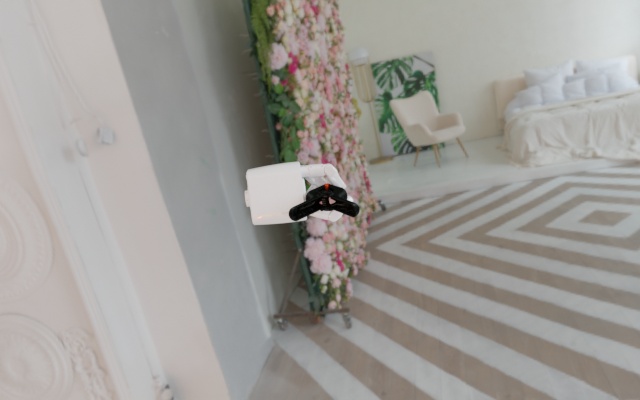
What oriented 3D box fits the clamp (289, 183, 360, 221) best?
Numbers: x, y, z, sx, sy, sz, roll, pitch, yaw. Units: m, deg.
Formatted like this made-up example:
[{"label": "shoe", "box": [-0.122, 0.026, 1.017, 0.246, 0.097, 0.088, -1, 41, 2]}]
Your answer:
[{"label": "clamp", "box": [0.000, 0.002, 0.876, 0.120, 0.039, 0.171, -1, 12, -5]}]
